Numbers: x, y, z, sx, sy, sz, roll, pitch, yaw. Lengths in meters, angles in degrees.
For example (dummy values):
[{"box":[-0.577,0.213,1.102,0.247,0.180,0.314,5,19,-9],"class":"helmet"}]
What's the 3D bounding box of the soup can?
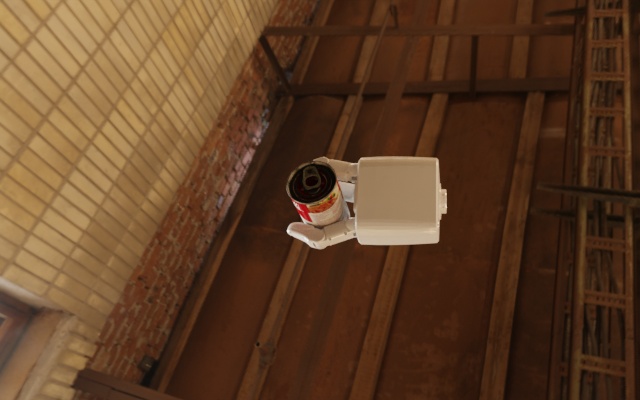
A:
[{"box":[0.000,0.002,0.659,0.068,0.068,0.102,0,-32,16],"class":"soup can"}]
